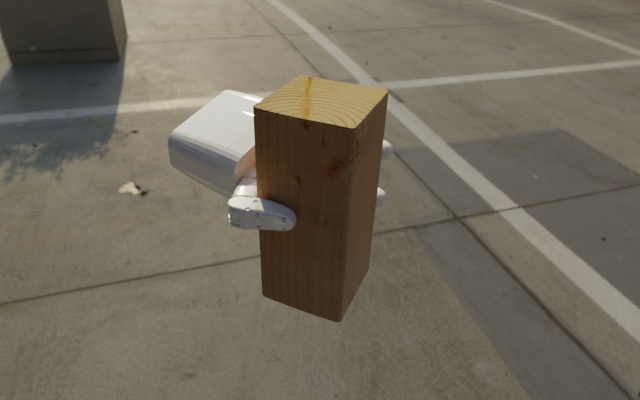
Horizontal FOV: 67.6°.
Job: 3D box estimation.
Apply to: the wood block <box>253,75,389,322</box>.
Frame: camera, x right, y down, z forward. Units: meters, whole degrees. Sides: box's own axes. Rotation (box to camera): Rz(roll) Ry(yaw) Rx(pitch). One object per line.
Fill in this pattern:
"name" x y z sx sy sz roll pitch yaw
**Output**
"wood block" 0.000 0.001 0.452 0.090 0.206 0.090 15 36 19
